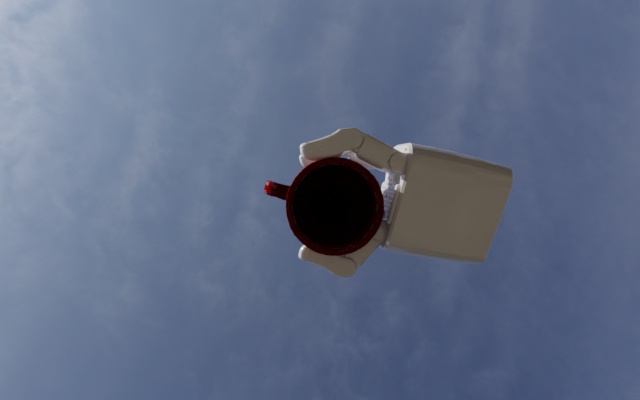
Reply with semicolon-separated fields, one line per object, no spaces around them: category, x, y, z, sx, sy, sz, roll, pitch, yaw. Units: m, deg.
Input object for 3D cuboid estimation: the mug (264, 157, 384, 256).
mug;-0.001;0.001;0.486;0.117;0.093;0.081;13;2;-4
